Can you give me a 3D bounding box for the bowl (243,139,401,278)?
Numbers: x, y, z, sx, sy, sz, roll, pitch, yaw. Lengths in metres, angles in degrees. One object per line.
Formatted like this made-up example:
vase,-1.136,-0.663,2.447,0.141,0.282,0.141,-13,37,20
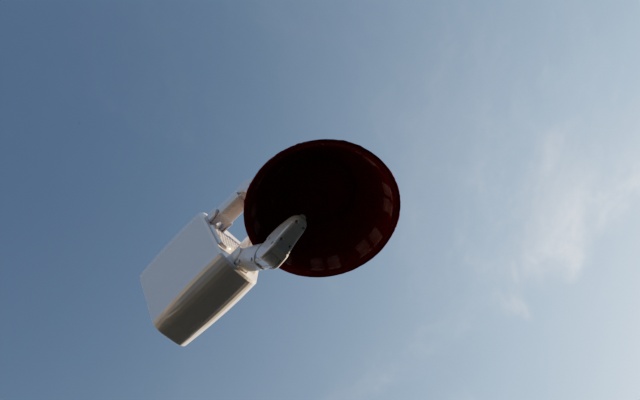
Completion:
bowl,0.001,0.001,0.509,0.162,0.162,0.055,0,28,-7
